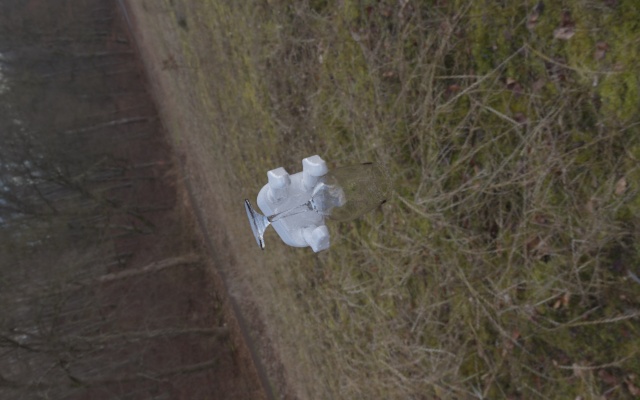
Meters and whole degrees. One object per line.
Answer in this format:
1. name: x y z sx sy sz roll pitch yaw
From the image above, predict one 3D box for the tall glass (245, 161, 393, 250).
1. tall glass: 0.000 0.002 0.677 0.201 0.079 0.079 -19 5 -15
